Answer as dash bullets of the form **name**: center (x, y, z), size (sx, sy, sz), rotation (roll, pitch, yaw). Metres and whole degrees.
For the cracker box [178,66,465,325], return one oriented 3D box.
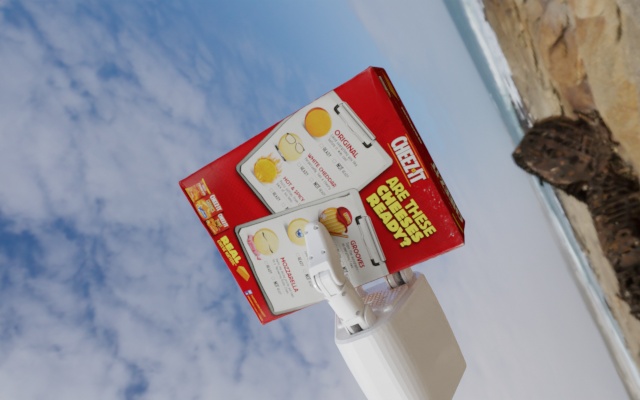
- **cracker box**: center (0.000, 0.002, 0.446), size (0.214, 0.164, 0.072), rotation (-27, 7, 22)
